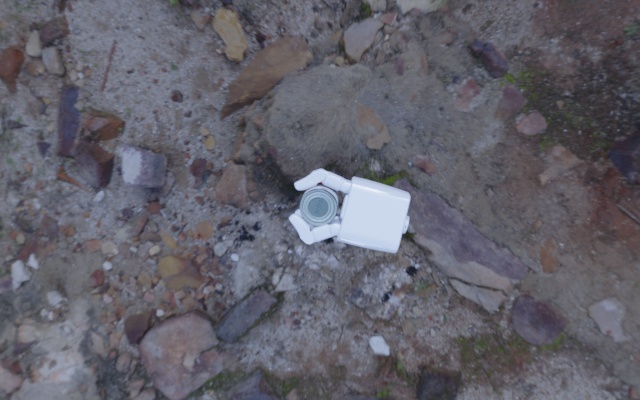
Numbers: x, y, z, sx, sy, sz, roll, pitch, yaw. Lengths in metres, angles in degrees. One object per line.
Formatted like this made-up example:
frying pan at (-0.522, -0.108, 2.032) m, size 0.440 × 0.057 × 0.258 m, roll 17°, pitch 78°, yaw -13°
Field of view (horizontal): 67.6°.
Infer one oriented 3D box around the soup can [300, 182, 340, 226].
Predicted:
soup can at (0.000, 0.003, 0.864) m, size 0.068 × 0.068 × 0.102 m, roll 0°, pitch 12°, yaw 4°
